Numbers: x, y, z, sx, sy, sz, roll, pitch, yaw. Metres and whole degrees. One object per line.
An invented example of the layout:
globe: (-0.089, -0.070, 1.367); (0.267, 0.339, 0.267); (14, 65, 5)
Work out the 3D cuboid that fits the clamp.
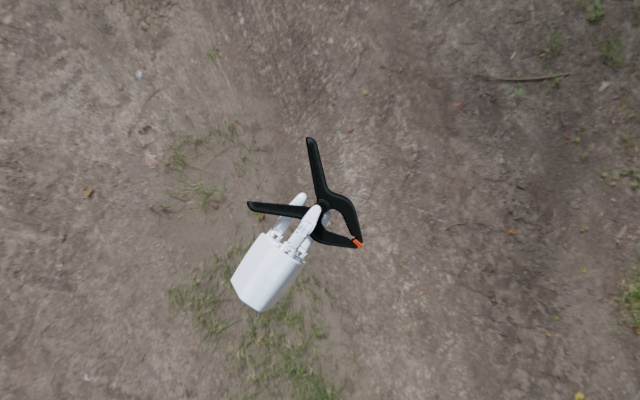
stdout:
clamp: (0.001, 0.003, 0.840); (0.210, 0.164, 0.036); (36, 0, -6)
